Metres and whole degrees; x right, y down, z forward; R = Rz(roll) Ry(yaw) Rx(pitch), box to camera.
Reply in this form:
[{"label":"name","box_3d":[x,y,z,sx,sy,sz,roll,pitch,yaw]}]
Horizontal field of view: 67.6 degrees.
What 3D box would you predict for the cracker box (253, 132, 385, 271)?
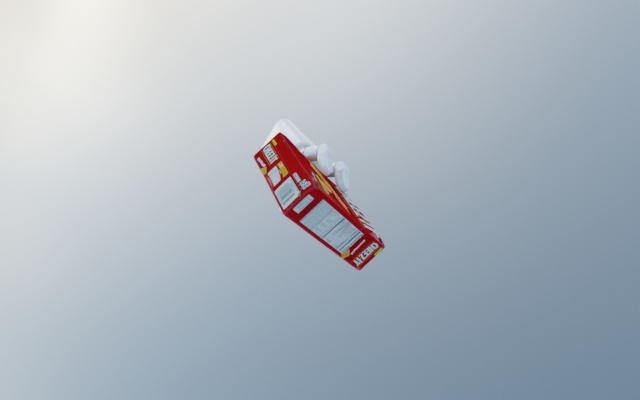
[{"label":"cracker box","box_3d":[0.000,0.003,0.798,0.214,0.072,0.164,40,12,-42]}]
